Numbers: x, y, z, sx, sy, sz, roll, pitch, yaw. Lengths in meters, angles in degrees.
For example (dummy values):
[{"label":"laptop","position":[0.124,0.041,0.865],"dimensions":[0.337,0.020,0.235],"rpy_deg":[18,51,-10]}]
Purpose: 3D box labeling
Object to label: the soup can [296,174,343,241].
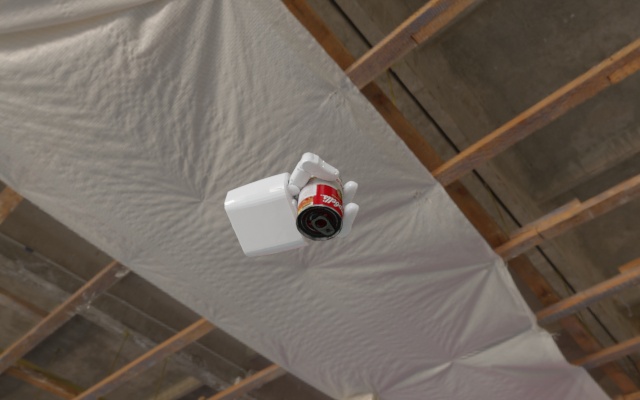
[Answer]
[{"label":"soup can","position":[0.001,0.002,0.722],"dimensions":[0.068,0.069,0.102],"rpy_deg":[0,38,3]}]
